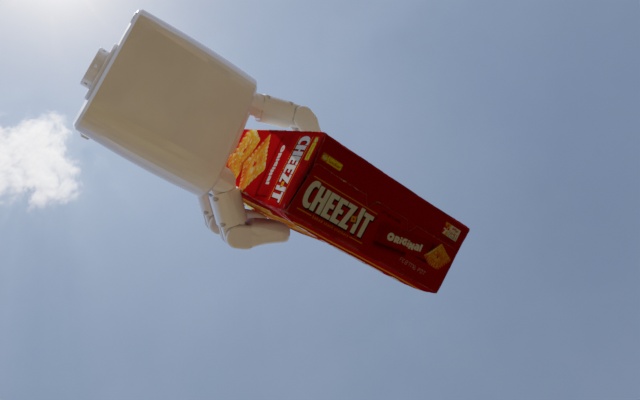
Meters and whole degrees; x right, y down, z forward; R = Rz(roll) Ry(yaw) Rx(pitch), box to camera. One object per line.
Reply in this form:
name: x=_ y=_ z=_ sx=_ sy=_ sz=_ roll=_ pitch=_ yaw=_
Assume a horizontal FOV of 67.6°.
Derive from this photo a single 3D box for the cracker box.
cracker box: x=0.000 y=0.001 z=0.447 sx=0.164 sy=0.072 sz=0.213 roll=29 pitch=-5 yaw=-29
